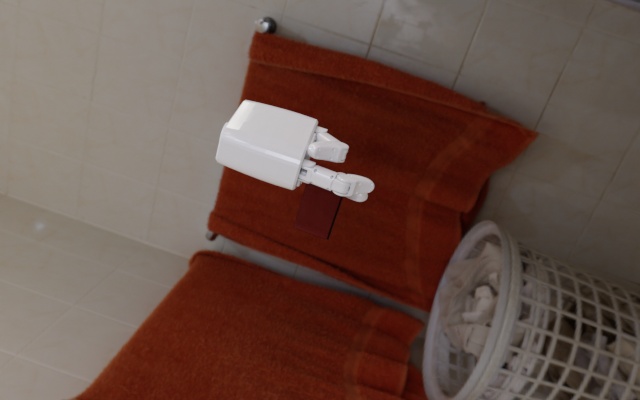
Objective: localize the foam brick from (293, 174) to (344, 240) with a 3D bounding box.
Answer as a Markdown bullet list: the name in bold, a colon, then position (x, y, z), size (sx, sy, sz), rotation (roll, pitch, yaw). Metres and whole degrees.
- **foam brick**: position (0.000, 0.002, 0.645), size (0.051, 0.078, 0.053), rotation (17, 23, -2)
